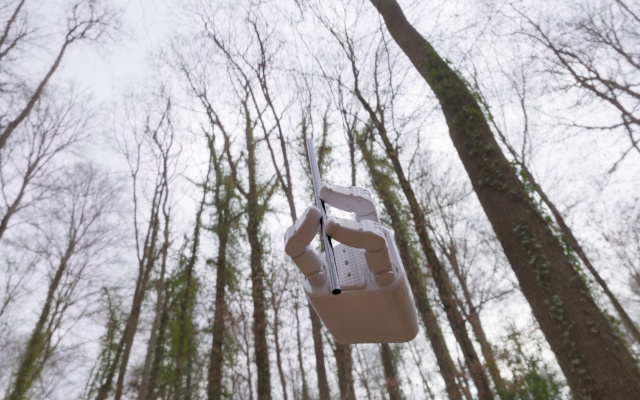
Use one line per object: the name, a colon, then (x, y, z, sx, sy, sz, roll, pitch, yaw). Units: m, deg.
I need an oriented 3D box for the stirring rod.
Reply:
stirring rod: (0.000, 0.002, 0.488, 0.011, 0.011, 0.239, 0, 38, -8)
